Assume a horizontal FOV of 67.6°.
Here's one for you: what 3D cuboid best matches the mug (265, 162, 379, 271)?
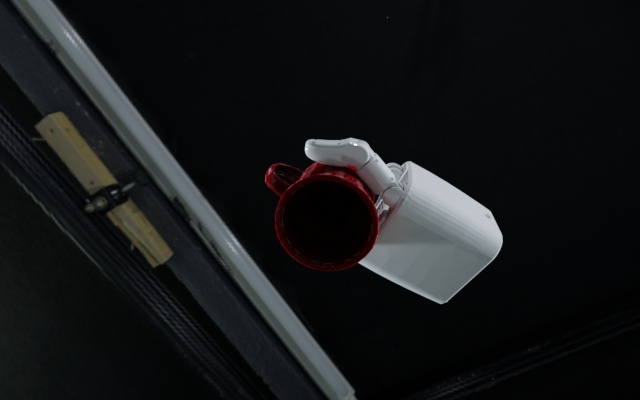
[{"bbox_3d":[-0.001,0.001,0.458,0.117,0.093,0.081,30,22,-4],"label":"mug"}]
